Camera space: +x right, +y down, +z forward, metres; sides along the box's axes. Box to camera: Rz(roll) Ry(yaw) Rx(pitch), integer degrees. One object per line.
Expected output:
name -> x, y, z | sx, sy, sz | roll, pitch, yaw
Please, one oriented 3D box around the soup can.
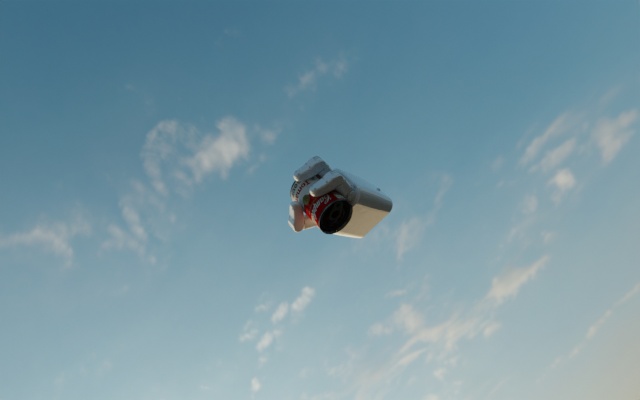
soup can -> 0.000, 0.003, 0.831 | 0.068, 0.068, 0.102 | 0, 30, -38
